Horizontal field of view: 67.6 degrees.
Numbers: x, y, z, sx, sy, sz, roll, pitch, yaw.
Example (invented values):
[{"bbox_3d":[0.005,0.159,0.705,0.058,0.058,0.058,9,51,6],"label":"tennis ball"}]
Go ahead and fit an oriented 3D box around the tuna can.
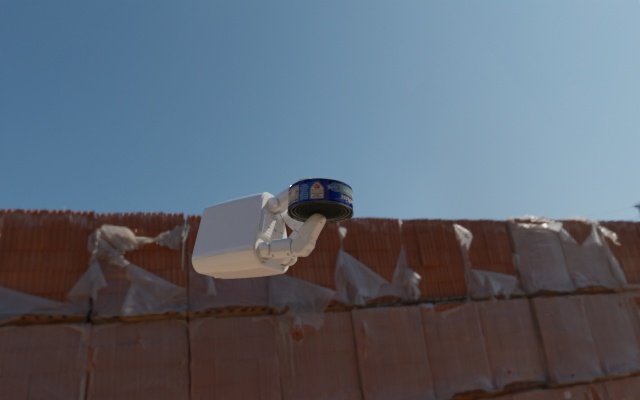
[{"bbox_3d":[0.000,0.001,0.618,0.086,0.033,0.086,1,-20,0],"label":"tuna can"}]
